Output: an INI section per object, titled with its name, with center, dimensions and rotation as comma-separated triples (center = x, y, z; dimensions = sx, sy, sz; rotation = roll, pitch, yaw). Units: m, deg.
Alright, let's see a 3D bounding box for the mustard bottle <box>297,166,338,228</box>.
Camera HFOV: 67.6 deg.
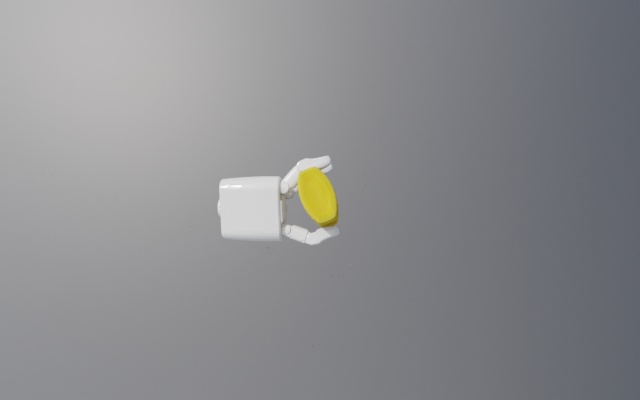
[mustard bottle]
center = 0.000, 0.003, 0.866
dimensions = 0.058, 0.096, 0.191
rotation = -24, -8, 0
